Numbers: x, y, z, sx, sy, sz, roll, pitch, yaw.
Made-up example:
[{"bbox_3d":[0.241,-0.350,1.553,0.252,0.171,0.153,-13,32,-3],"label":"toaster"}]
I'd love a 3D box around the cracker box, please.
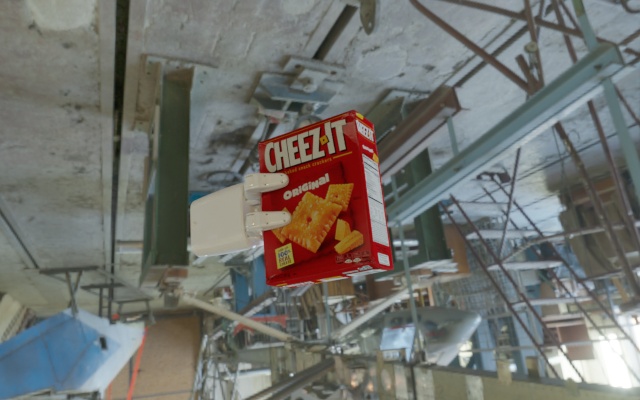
[{"bbox_3d":[0.000,0.002,0.661,0.164,0.213,0.072,-15,-19,26],"label":"cracker box"}]
